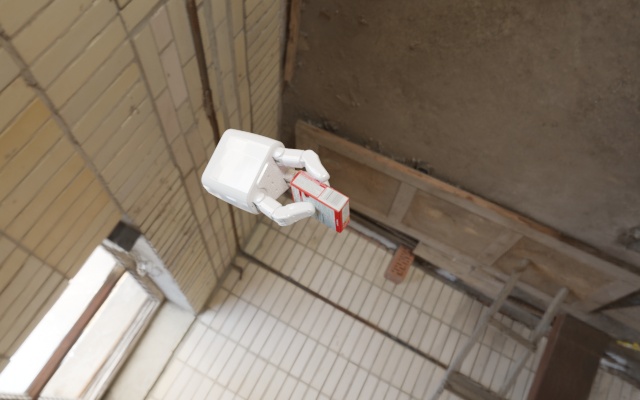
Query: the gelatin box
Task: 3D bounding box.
[{"bbox_3d":[0.000,0.003,0.708,0.089,0.030,0.073,31,-23,19],"label":"gelatin box"}]
